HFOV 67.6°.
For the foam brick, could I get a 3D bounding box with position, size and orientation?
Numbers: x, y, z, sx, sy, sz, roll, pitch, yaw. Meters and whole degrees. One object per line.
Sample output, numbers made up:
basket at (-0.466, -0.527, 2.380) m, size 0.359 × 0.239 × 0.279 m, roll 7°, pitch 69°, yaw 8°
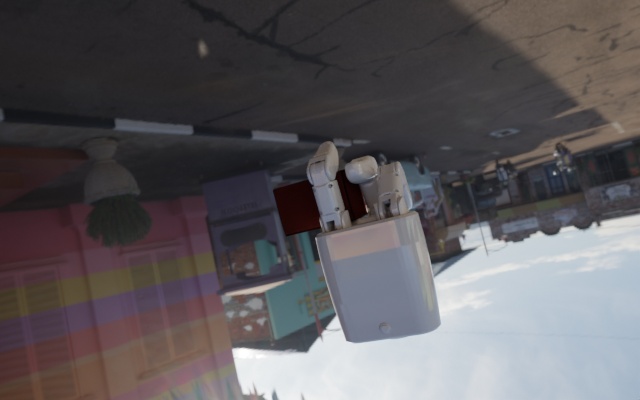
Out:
foam brick at (0.000, 0.002, 0.491) m, size 0.078 × 0.051 × 0.053 m, roll -15°, pitch 2°, yaw 21°
